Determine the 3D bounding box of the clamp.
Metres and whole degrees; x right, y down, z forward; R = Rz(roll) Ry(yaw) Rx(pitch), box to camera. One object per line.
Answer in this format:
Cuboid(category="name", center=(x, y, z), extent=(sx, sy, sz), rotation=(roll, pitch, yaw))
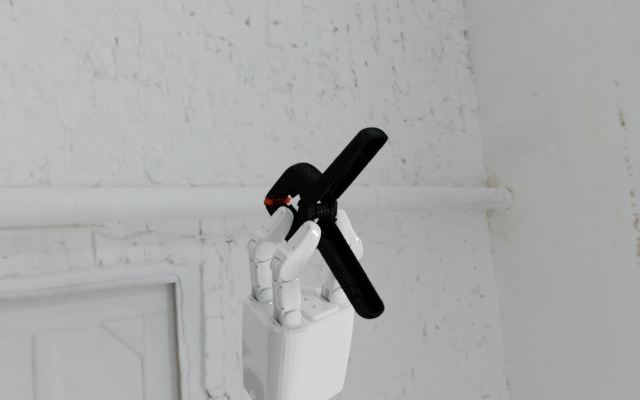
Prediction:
Cuboid(category="clamp", center=(0.000, 0.002, 0.476), extent=(0.036, 0.164, 0.210), rotation=(-4, 16, -31))
